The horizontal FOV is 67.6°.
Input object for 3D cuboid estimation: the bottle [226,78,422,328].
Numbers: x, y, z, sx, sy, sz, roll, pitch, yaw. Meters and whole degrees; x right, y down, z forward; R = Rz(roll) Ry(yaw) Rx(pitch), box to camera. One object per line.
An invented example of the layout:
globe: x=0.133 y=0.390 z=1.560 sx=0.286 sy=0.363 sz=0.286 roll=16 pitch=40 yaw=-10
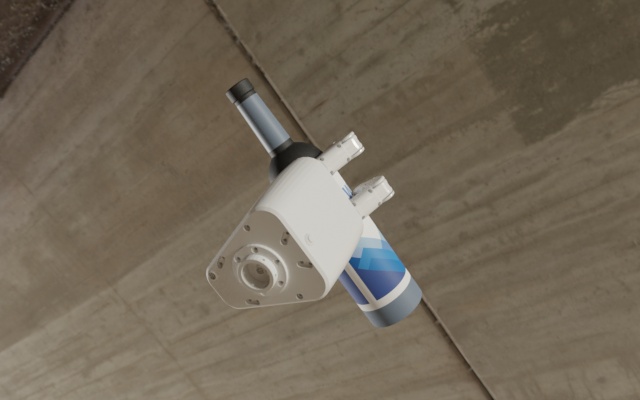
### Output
bottle: x=0.000 y=0.002 z=0.506 sx=0.069 sy=0.296 sz=0.069 roll=-35 pitch=10 yaw=7
